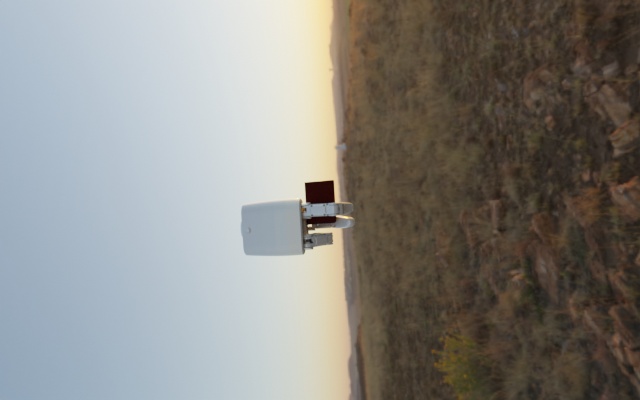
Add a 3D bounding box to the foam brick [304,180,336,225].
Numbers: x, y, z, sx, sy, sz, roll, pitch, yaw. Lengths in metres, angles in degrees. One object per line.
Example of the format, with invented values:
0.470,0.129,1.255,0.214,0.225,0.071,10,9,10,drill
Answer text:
0.000,0.003,0.862,0.051,0.078,0.053,-3,1,5,foam brick
